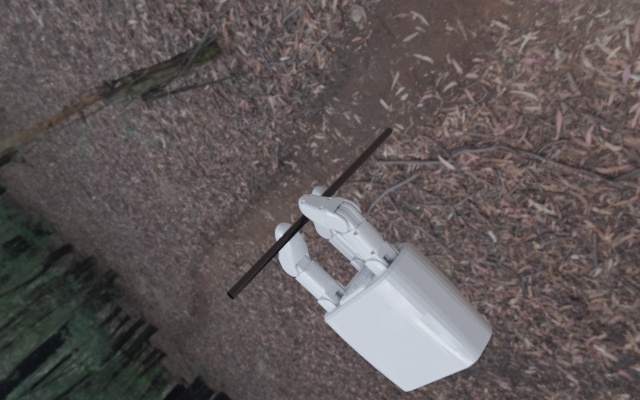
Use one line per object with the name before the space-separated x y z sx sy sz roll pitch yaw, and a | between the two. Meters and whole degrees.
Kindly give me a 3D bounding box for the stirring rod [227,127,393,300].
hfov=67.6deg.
stirring rod | 0.000 0.001 0.442 0.011 0.011 0.239 0 39 50
